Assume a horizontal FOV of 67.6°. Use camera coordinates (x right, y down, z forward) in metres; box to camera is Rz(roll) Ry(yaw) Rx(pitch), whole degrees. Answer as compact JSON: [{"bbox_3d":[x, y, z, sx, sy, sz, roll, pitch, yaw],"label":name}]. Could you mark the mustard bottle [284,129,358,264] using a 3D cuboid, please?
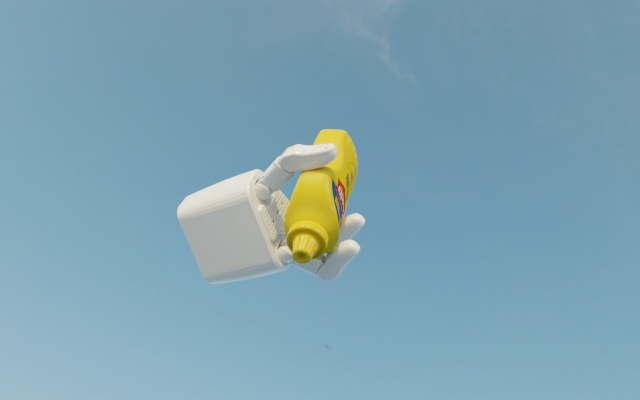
[{"bbox_3d":[0.000,0.002,0.529,0.058,0.096,0.191,5,34,11],"label":"mustard bottle"}]
